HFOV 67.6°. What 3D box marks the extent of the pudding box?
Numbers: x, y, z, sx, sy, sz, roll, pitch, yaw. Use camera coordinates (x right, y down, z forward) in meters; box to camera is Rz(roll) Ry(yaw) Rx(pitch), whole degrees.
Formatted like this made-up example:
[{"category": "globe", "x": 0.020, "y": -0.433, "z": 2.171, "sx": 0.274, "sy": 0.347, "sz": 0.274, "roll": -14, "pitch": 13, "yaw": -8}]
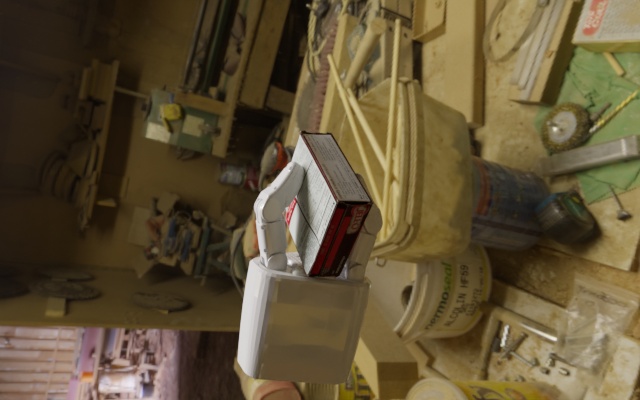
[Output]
[{"category": "pudding box", "x": 0.000, "y": 0.002, "z": 0.448, "sx": 0.039, "sy": 0.090, "sz": 0.113, "roll": 2, "pitch": 39, "yaw": -27}]
